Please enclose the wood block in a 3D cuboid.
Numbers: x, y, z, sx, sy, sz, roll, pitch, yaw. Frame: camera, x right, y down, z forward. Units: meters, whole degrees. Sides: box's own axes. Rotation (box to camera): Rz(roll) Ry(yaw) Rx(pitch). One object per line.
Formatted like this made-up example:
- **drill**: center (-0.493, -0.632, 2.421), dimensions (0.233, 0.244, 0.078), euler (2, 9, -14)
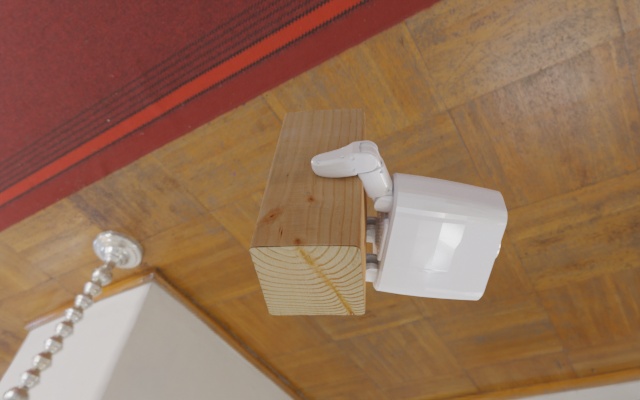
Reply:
- **wood block**: center (0.000, 0.001, 0.475), dimensions (0.090, 0.091, 0.206), euler (-2, 41, 8)
